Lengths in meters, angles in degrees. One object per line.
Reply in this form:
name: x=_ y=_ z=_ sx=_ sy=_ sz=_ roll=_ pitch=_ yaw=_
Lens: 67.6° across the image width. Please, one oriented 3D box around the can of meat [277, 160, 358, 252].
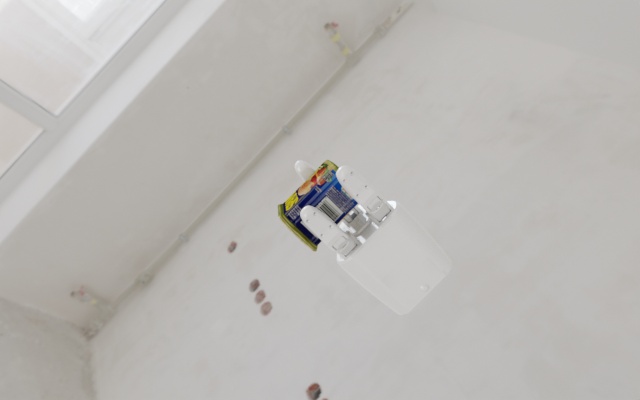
can of meat: x=0.000 y=0.001 z=0.547 sx=0.057 sy=0.084 sz=0.102 roll=44 pitch=3 yaw=-10
